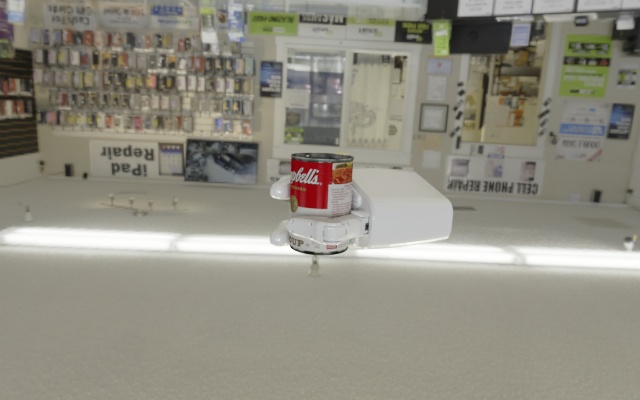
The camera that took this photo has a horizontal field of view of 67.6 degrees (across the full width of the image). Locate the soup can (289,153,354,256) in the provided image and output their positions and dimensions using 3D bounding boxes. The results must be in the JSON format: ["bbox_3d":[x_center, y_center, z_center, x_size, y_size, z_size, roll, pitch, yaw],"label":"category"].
[{"bbox_3d":[0.000,0.002,0.519,0.068,0.102,0.068,2,11,0],"label":"soup can"}]
